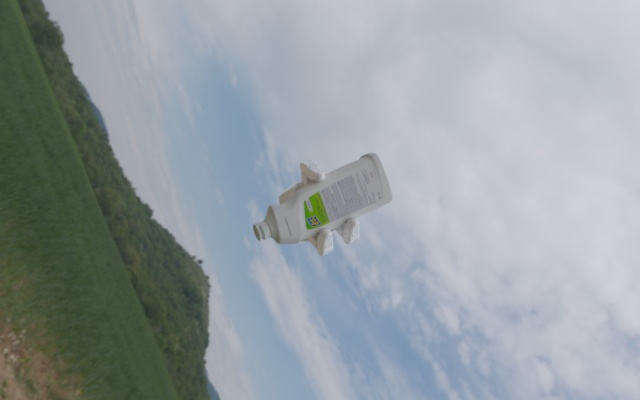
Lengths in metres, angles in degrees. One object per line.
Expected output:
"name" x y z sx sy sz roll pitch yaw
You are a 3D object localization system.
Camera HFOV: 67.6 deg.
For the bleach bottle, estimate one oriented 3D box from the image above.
"bleach bottle" 0.000 0.003 0.826 0.251 0.102 0.068 -21 2 -23
